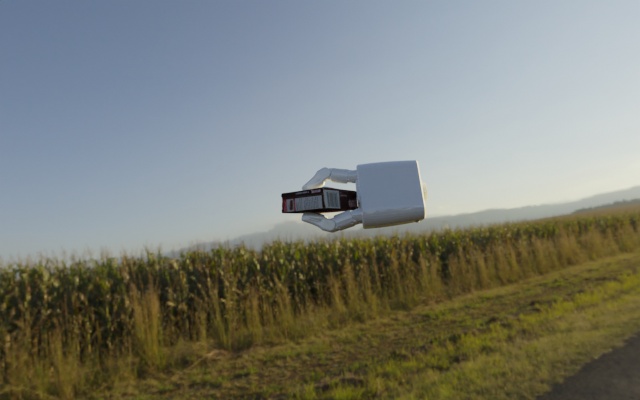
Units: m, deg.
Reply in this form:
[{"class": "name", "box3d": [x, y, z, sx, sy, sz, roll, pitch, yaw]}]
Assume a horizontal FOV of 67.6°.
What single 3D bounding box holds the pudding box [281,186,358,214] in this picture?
[{"class": "pudding box", "box3d": [0.000, 0.003, 0.830, 0.090, 0.039, 0.113, -8, -8, 33]}]
